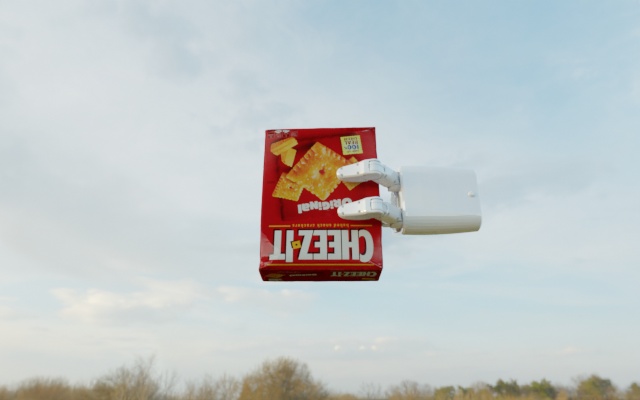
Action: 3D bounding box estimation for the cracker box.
[{"bbox_3d":[0.000,0.002,0.673,0.164,0.213,0.072,0,-23,1],"label":"cracker box"}]
